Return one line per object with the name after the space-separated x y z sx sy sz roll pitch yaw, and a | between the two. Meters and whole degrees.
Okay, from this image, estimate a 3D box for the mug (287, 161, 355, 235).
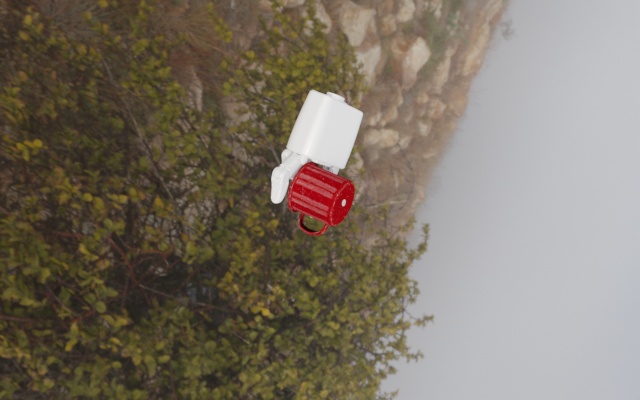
0.000 0.004 0.799 0.081 0.117 0.093 24 8 24 | mug
